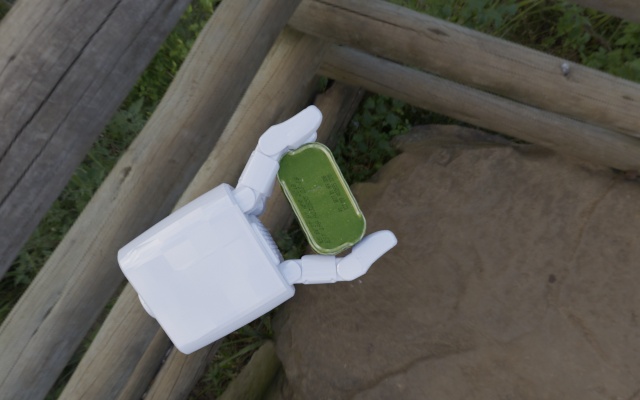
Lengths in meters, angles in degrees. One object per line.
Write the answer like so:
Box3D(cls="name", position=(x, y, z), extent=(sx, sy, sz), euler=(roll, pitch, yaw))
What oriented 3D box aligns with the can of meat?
Box3D(cls="can of meat", position=(0.000, 0.001, 0.441), extent=(0.057, 0.102, 0.084), euler=(-27, -5, -2))
